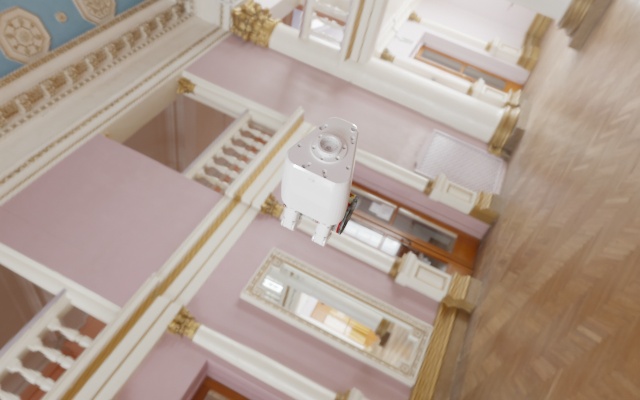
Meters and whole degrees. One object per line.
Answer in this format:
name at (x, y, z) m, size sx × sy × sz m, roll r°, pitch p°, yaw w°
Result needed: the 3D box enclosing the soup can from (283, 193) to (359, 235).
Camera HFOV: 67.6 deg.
soup can at (0.000, 0.003, 0.755) m, size 0.102 × 0.068 × 0.068 m, roll 26°, pitch 4°, yaw 9°
